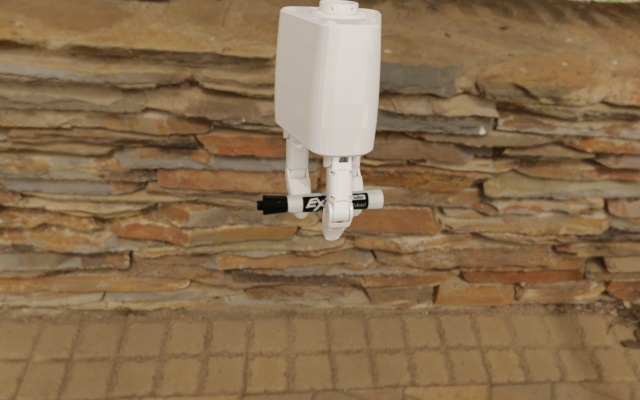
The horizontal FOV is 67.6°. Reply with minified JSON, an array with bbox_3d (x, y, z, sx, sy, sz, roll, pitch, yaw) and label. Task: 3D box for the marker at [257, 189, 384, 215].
[{"bbox_3d":[0.000,0.002,0.456,0.121,0.020,0.020,-3,0,-11],"label":"marker"}]
